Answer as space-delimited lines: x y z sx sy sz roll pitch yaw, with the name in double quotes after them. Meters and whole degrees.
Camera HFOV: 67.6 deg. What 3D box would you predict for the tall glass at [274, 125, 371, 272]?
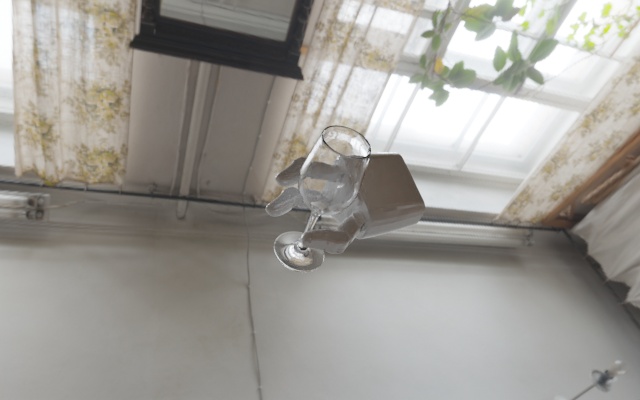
0.000 0.003 0.614 0.079 0.201 0.079 13 41 -12 "tall glass"
